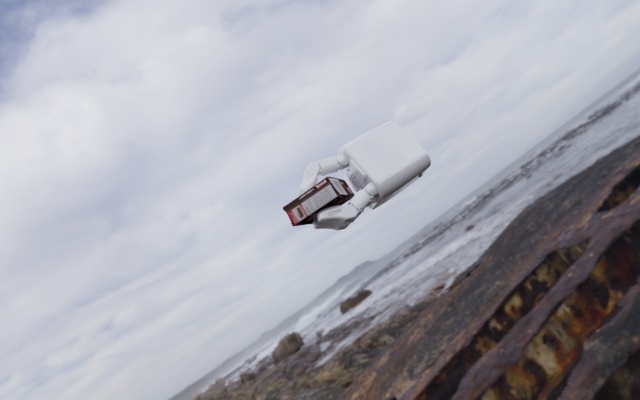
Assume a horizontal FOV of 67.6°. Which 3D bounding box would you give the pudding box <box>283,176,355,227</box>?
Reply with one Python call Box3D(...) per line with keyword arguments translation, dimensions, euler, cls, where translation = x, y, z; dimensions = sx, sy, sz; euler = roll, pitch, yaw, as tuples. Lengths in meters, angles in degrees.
Box3D(translation=(0.000, 0.002, 0.762), dimensions=(0.090, 0.039, 0.113), euler=(-35, -11, 13), cls="pudding box")
